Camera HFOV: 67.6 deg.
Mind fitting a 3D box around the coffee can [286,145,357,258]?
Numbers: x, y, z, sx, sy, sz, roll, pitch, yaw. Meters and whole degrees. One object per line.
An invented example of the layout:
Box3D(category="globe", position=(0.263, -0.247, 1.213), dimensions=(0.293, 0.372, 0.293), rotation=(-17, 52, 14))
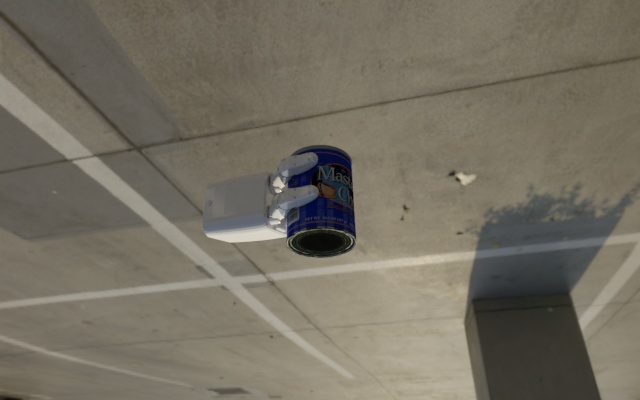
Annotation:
Box3D(category="coffee can", position=(0.000, 0.002, 0.721), dimensions=(0.103, 0.140, 0.103), rotation=(-1, -29, -1))
